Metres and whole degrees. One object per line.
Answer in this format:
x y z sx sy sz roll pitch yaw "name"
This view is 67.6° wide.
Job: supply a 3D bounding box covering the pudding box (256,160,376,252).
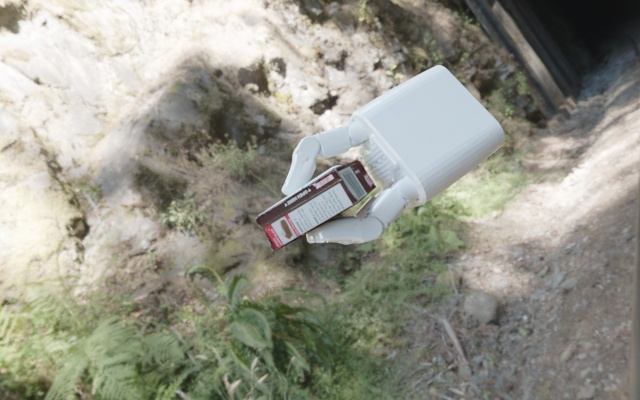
0.000 0.001 0.456 0.090 0.039 0.113 -32 -2 17 "pudding box"
